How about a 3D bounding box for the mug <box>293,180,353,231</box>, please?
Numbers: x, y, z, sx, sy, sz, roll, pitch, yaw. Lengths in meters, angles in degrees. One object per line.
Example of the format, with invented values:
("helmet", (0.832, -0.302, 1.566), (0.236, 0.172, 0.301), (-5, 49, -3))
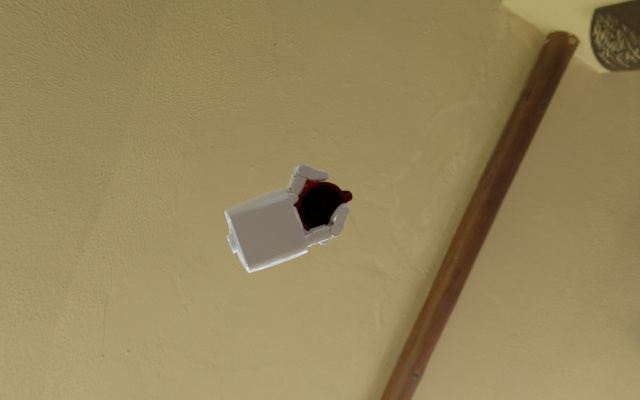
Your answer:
("mug", (0.001, 0.002, 0.853), (0.117, 0.093, 0.081), (-19, 17, -17))
